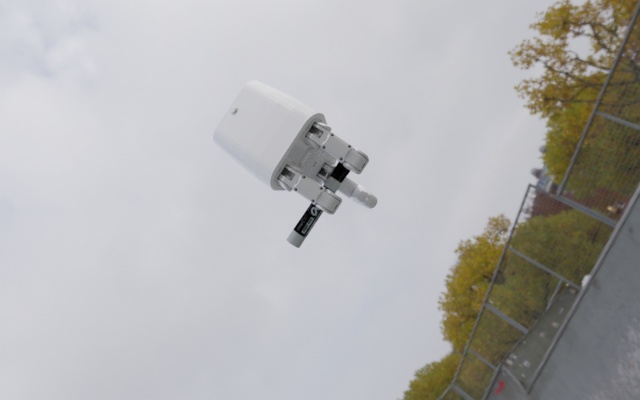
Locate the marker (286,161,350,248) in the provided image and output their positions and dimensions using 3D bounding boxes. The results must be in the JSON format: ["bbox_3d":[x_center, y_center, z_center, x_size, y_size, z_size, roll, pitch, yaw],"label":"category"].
[{"bbox_3d":[0.000,0.002,0.568,0.020,0.121,0.020,34,2,-1],"label":"marker"}]
